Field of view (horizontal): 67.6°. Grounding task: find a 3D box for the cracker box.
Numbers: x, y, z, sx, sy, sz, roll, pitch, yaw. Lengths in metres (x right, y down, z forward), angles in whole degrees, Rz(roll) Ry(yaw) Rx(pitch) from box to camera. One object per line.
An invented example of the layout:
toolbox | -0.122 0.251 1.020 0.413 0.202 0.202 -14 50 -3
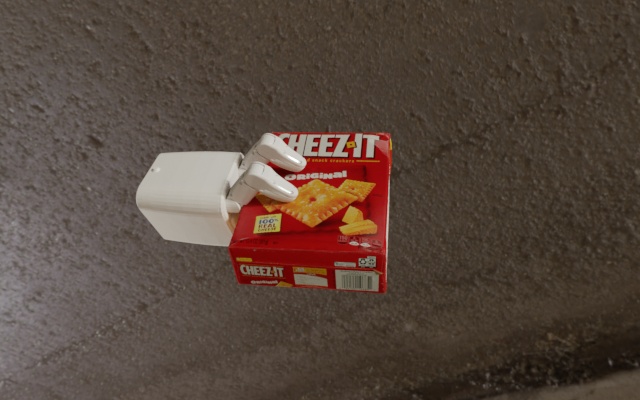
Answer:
cracker box | 0.000 0.002 0.569 0.164 0.072 0.213 2 43 8
